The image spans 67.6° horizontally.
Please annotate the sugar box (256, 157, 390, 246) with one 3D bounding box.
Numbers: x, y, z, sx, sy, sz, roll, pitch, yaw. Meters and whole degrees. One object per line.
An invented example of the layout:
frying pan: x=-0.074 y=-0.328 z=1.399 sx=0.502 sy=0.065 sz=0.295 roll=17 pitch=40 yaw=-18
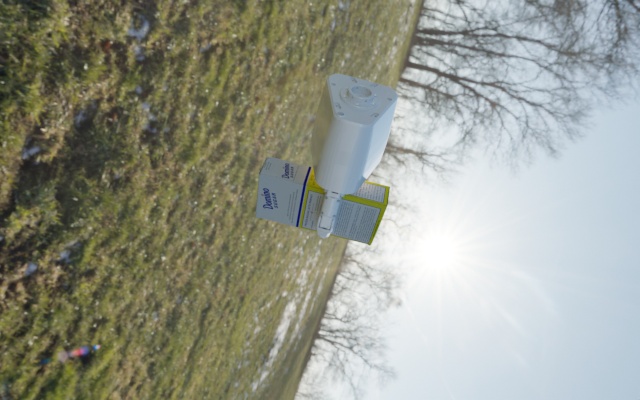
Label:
sugar box: x=0.000 y=0.002 z=0.673 sx=0.176 sy=0.048 sz=0.093 roll=16 pitch=-44 yaw=2
